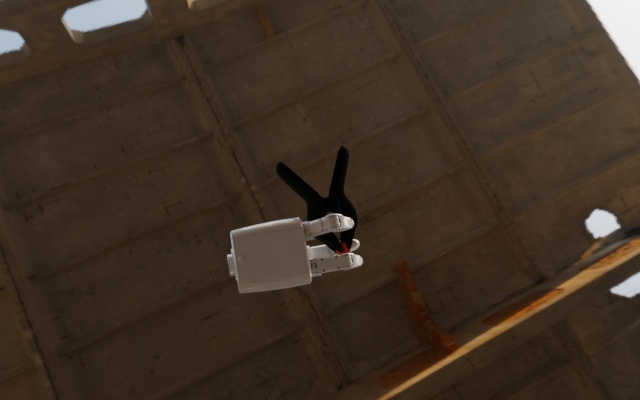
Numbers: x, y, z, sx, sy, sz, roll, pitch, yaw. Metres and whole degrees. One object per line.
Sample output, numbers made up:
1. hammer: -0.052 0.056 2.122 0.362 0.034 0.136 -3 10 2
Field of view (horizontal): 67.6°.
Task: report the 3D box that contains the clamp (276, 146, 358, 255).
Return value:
1. clamp: 0.000 0.003 0.738 0.120 0.171 0.039 -9 -12 -10
